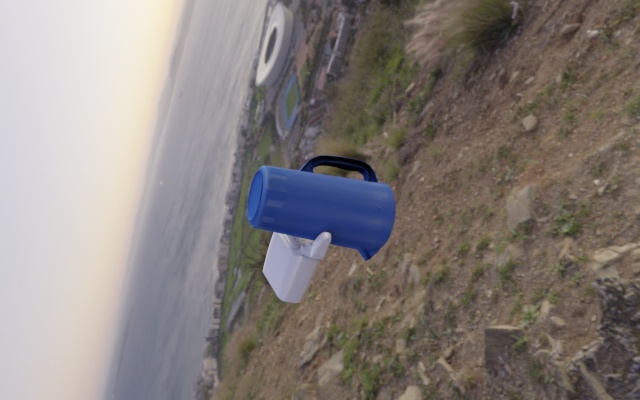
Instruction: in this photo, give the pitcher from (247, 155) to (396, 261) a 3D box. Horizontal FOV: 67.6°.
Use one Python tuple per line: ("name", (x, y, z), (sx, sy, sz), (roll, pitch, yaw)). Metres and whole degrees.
("pitcher", (0.000, 0.003, 0.851), (0.243, 0.145, 0.149), (11, 24, -21))
